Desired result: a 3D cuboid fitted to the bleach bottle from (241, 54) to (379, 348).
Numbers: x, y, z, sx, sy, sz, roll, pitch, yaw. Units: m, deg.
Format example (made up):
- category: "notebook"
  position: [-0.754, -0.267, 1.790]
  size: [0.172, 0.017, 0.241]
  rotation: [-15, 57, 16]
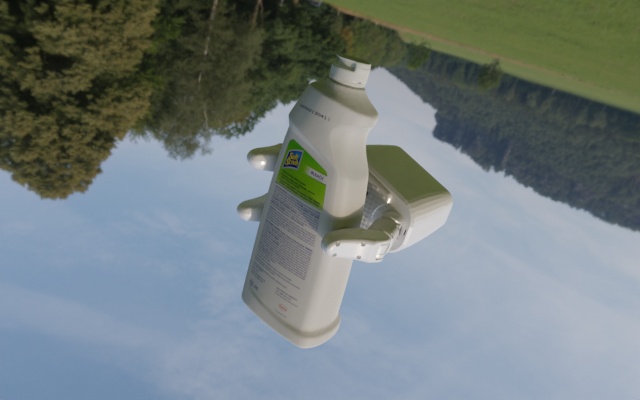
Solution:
- category: "bleach bottle"
  position: [0.000, 0.001, 0.425]
  size: [0.102, 0.251, 0.068]
  rotation: [30, 26, 28]
